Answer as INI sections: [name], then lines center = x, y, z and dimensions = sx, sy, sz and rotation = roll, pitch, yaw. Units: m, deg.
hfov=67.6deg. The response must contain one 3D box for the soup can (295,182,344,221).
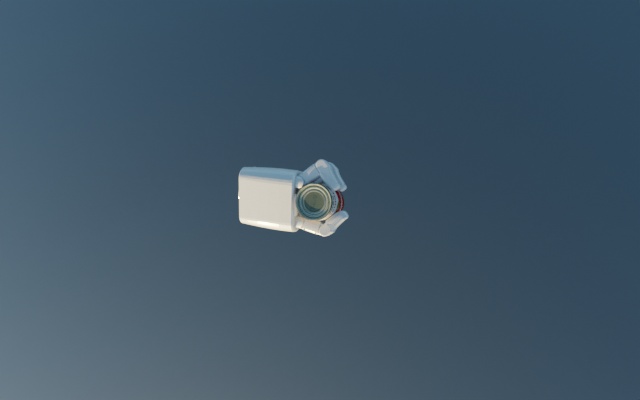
[soup can]
center = 0.001, 0.003, 0.863
dimensions = 0.068, 0.068, 0.102
rotation = 0, -1, 14
